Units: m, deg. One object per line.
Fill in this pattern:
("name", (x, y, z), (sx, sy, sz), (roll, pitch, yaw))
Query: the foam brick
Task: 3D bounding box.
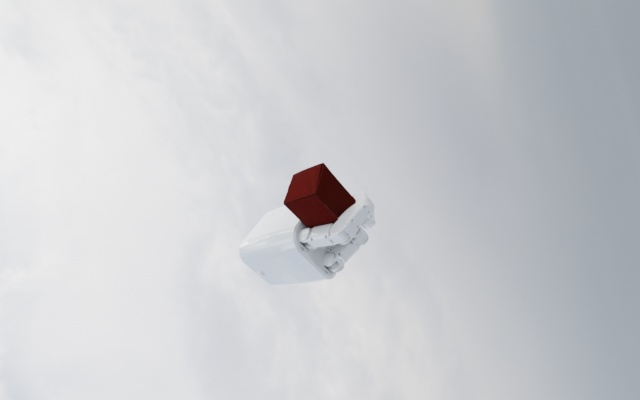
("foam brick", (0.000, 0.002, 0.601), (0.051, 0.053, 0.078), (-16, -48, 34))
